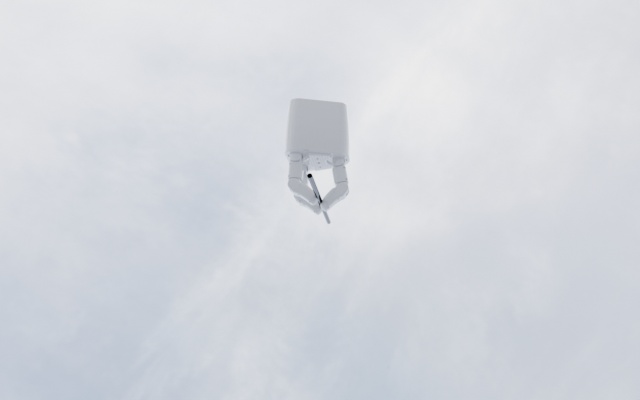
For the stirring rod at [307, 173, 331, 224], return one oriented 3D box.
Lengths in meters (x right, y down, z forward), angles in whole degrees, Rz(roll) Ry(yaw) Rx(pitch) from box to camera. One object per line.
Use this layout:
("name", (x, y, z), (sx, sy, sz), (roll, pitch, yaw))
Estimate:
("stirring rod", (0.000, 0.003, 0.817), (0.011, 0.011, 0.240), (0, -19, 8))
